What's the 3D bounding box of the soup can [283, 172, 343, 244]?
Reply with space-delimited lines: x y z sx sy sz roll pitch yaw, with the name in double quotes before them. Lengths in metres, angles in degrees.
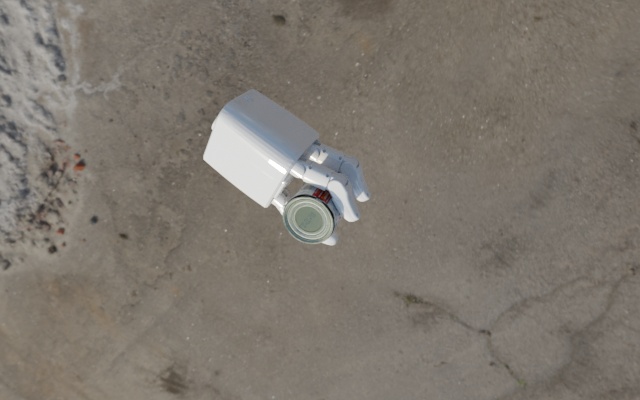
"soup can" 0.000 0.002 0.610 0.068 0.068 0.102 0 26 20
